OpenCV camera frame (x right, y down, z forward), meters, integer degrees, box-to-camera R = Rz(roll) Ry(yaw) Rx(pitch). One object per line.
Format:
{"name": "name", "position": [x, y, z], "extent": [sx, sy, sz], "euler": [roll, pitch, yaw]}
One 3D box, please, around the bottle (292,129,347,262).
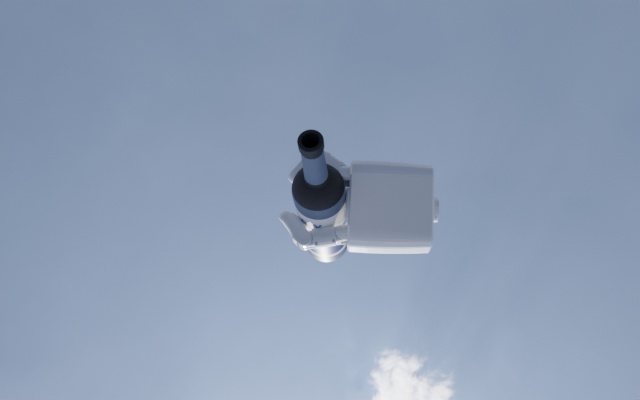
{"name": "bottle", "position": [0.000, 0.002, 0.619], "extent": [0.069, 0.069, 0.296], "euler": [0, -26, 4]}
